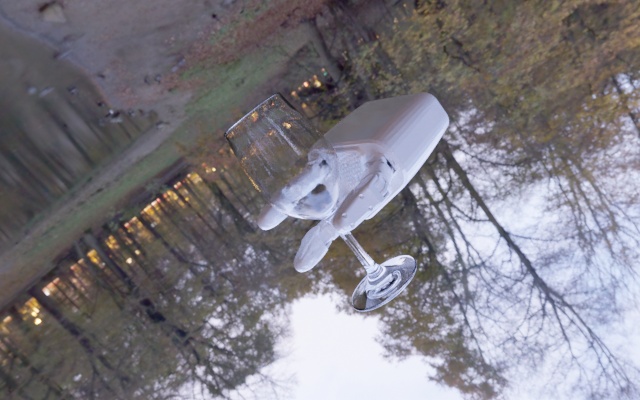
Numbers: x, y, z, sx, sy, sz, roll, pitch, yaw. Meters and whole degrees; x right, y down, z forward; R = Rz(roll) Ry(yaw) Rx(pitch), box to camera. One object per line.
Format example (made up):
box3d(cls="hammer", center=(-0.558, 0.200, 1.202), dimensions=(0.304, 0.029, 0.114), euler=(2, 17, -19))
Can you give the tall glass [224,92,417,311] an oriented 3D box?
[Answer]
box3d(cls="tall glass", center=(0.000, 0.002, 0.432), dimensions=(0.079, 0.201, 0.079), euler=(-36, 12, 9))
